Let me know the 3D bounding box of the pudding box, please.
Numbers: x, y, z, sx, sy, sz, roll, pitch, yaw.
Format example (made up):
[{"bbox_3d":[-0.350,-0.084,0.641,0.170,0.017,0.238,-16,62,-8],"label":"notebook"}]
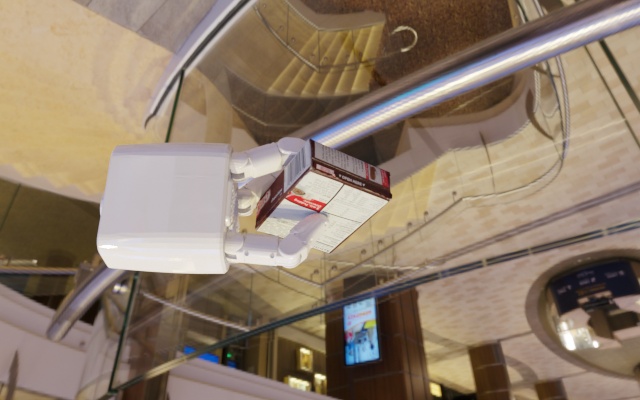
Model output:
[{"bbox_3d":[0.000,0.002,0.460,0.090,0.039,0.113,19,-40,-25],"label":"pudding box"}]
